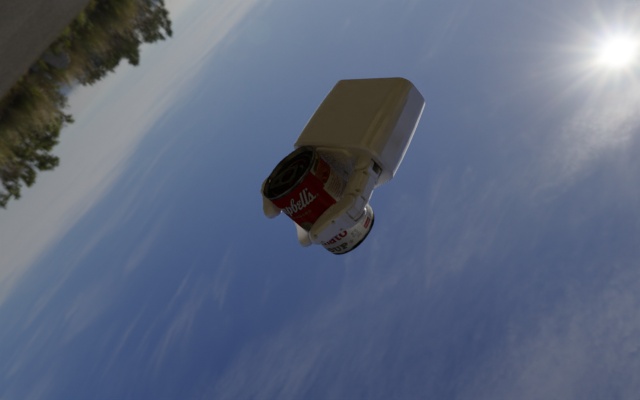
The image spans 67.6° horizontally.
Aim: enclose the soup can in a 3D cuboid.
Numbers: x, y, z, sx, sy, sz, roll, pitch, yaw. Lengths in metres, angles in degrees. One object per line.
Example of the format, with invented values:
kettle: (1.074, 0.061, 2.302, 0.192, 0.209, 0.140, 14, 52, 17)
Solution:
soup can: (0.000, 0.002, 0.496, 0.102, 0.068, 0.068, 43, -24, -28)
